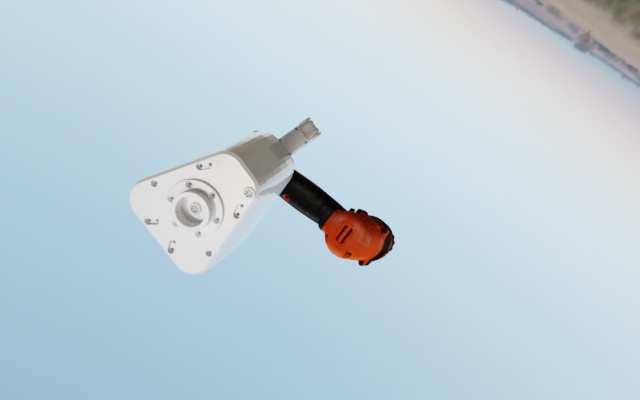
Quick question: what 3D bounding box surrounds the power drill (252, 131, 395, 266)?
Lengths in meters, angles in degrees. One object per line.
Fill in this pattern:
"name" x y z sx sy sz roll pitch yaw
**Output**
"power drill" 0.000 0.002 0.546 0.187 0.057 0.184 36 4 18
